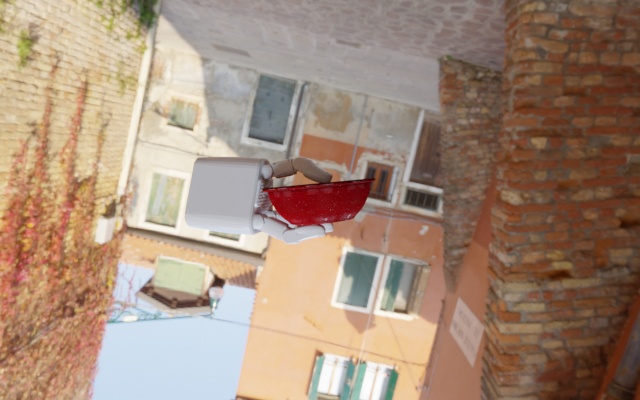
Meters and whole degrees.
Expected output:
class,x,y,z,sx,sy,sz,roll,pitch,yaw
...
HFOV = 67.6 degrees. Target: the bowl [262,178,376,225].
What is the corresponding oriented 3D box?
class,x,y,z,sx,sy,sz,roll,pitch,yaw
bowl,0.001,0.003,0.677,0.162,0.055,0.162,-6,2,0
